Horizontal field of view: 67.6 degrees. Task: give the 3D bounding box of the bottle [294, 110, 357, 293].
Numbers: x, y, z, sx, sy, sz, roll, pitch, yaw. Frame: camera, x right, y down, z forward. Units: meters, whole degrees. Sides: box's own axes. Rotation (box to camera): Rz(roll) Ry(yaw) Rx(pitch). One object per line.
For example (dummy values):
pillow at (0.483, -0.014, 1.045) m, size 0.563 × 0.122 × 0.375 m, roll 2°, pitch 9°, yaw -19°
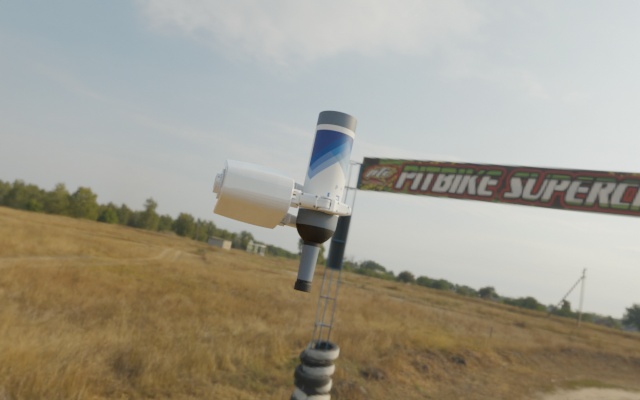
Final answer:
bottle at (0.000, 0.002, 0.786) m, size 0.069 × 0.295 × 0.069 m, roll 12°, pitch -8°, yaw 2°
